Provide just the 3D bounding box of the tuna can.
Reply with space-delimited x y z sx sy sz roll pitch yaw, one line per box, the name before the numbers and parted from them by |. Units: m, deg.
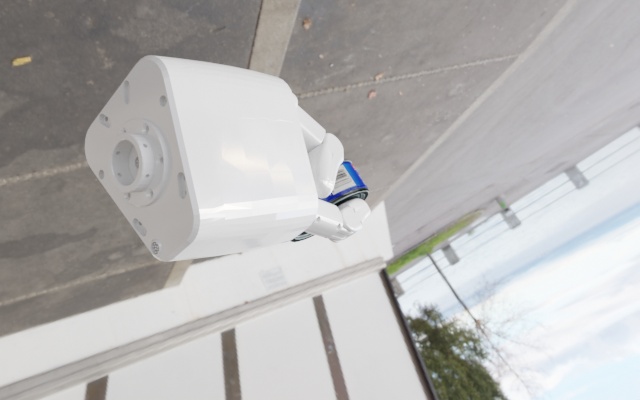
tuna can | 0.000 0.002 0.426 0.086 0.033 0.086 -30 -14 -8
